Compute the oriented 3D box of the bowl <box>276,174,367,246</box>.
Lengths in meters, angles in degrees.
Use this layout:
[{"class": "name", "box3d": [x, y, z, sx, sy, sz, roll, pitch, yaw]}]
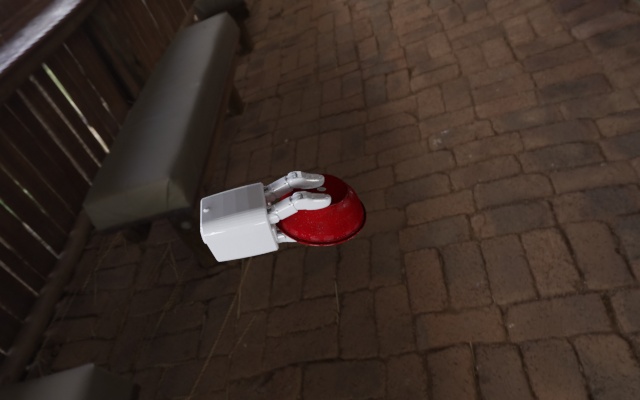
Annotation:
[{"class": "bowl", "box3d": [0.001, 0.002, 0.813, 0.162, 0.055, 0.162, 1, 39, -1]}]
